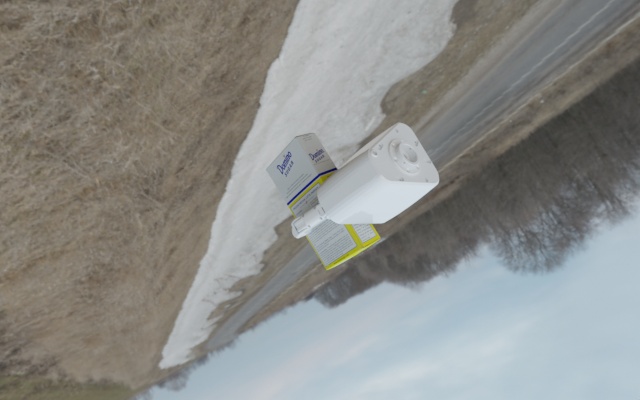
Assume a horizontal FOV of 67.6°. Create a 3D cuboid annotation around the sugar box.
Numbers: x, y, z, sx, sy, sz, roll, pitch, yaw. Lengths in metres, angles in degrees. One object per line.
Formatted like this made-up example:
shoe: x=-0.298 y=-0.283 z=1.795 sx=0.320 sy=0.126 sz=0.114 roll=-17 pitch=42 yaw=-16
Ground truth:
sugar box: x=0.001 y=0.002 z=0.672 sx=0.048 sy=0.176 sz=0.093 roll=-20 pitch=-13 yaw=-43
